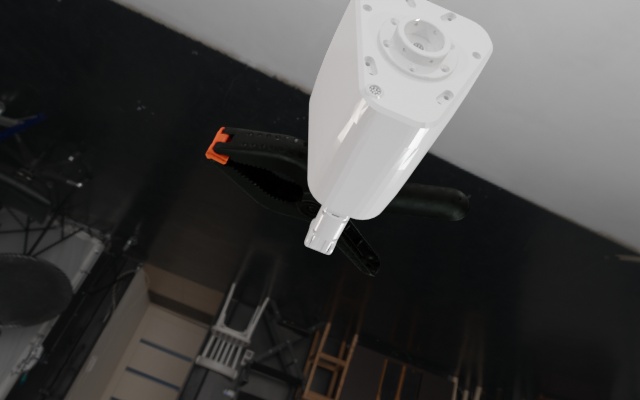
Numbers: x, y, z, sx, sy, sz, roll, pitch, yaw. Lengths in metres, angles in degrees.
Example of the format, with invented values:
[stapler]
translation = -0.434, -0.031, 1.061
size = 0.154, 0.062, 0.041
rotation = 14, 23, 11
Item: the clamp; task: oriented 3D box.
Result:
[clamp]
translation = -0.001, 0.002, 0.425
size = 0.210, 0.036, 0.165
rotation = 23, -33, -3
